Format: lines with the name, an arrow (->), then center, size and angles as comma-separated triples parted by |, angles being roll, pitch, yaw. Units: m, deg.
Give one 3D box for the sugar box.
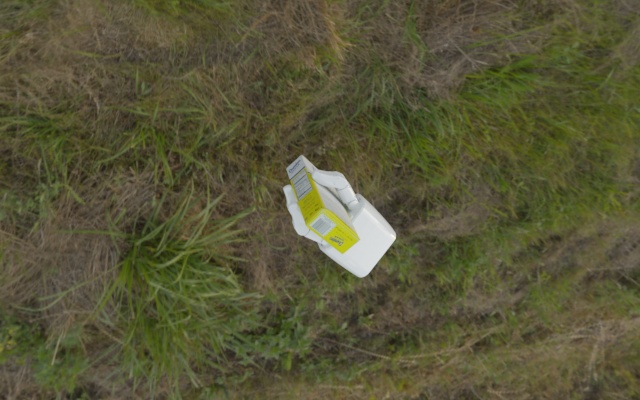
sugar box -> 0.000, 0.003, 0.797 | 0.093, 0.048, 0.176 | 41, 12, -32
